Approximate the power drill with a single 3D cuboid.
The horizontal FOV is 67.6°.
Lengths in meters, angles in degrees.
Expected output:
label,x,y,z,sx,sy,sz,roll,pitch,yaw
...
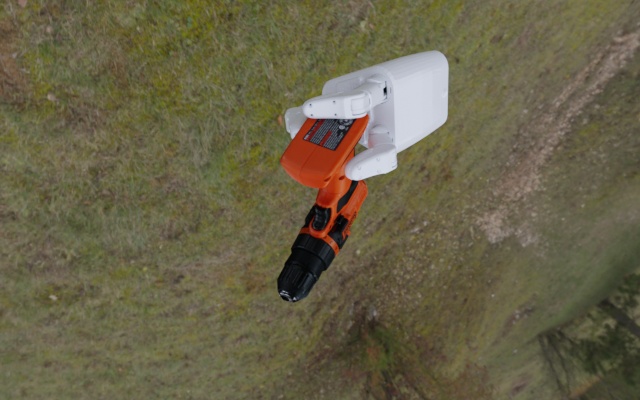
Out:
label,x,y,z,sx,sy,sz,roll,pitch,yaw
power drill,0.000,0.001,0.519,0.057,0.184,0.188,21,-32,14
